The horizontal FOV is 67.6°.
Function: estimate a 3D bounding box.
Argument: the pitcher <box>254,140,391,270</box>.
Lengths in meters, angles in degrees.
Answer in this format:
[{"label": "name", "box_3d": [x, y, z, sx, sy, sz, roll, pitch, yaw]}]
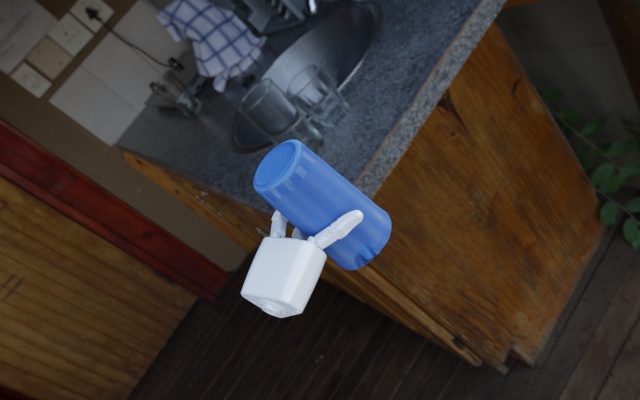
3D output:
[{"label": "pitcher", "box_3d": [0.000, 0.003, 0.838, 0.149, 0.145, 0.243, -10, -42, 45]}]
